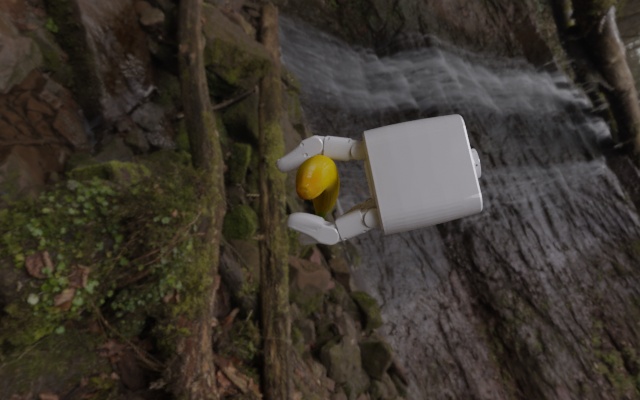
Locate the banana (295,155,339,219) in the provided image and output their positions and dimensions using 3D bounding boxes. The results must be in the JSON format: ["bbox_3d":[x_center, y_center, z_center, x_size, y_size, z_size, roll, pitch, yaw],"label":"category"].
[{"bbox_3d":[0.001,-0.016,0.536,0.037,0.069,0.198,0,-13,6],"label":"banana"}]
